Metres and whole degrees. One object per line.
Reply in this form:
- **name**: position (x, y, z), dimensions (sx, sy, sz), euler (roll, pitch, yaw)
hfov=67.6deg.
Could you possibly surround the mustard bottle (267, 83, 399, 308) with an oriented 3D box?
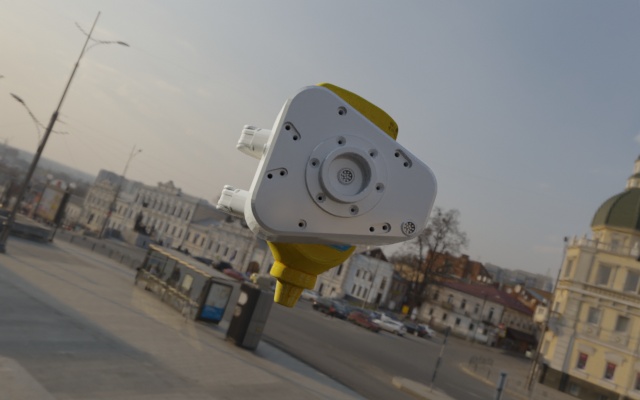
- **mustard bottle**: position (0.000, 0.001, 0.427), dimensions (0.096, 0.191, 0.058), euler (24, -8, -31)
